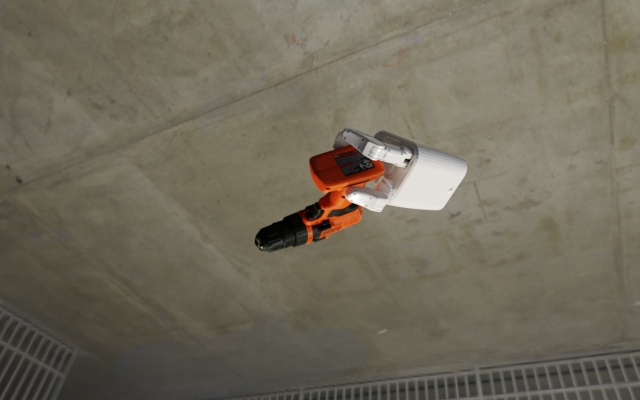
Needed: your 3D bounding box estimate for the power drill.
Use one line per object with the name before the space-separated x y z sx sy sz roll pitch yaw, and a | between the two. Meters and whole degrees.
power drill | 0.000 0.002 0.693 0.184 0.057 0.188 -20 -22 -27
